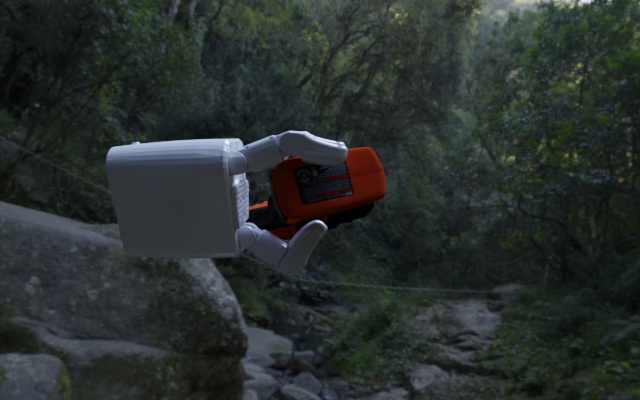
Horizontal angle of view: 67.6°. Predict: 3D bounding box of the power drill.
[{"bbox_3d":[0.000,0.002,0.518,0.184,0.057,0.188,-13,-11,-19],"label":"power drill"}]
